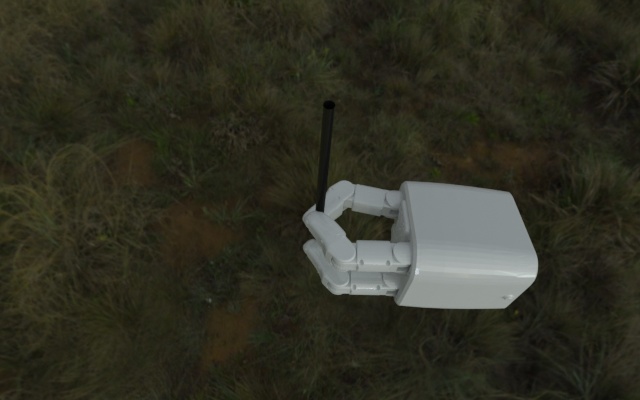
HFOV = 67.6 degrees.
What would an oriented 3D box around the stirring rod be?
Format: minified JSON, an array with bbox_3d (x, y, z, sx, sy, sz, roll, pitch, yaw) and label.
[{"bbox_3d":[0.000,0.001,0.413,0.011,0.011,0.240,0,-32,-3],"label":"stirring rod"}]
